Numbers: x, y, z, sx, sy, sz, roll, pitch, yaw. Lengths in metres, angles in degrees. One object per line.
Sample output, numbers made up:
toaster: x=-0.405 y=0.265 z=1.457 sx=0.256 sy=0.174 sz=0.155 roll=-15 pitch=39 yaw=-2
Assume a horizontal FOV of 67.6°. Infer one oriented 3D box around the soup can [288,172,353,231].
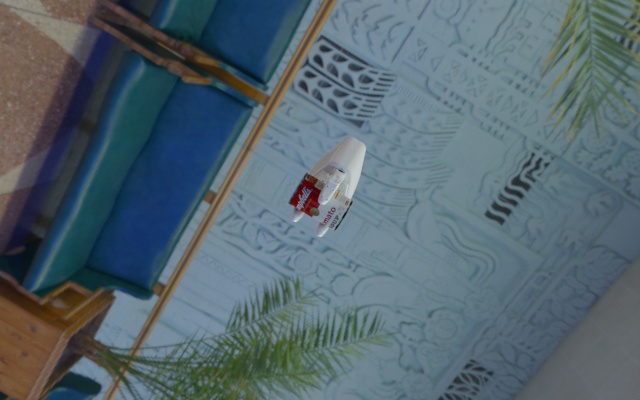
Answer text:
soup can: x=0.000 y=0.003 z=0.886 sx=0.102 sy=0.068 sz=0.068 roll=31 pitch=-1 yaw=-1
